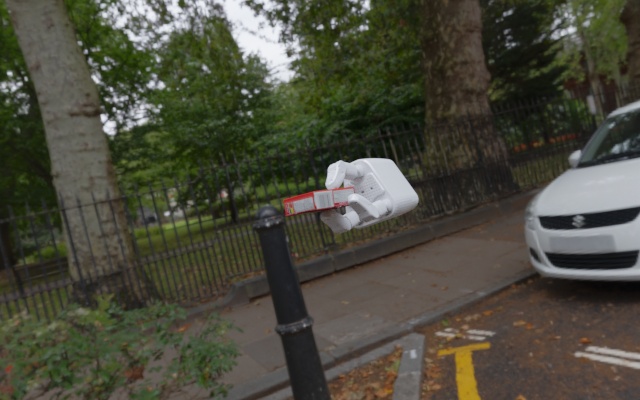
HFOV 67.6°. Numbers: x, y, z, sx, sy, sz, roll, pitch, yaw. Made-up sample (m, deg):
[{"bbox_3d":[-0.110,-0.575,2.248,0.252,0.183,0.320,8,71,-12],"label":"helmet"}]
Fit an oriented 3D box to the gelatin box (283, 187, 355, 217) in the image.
[{"bbox_3d":[0.000,0.002,0.731,0.089,0.030,0.073,-8,-3,-43],"label":"gelatin box"}]
